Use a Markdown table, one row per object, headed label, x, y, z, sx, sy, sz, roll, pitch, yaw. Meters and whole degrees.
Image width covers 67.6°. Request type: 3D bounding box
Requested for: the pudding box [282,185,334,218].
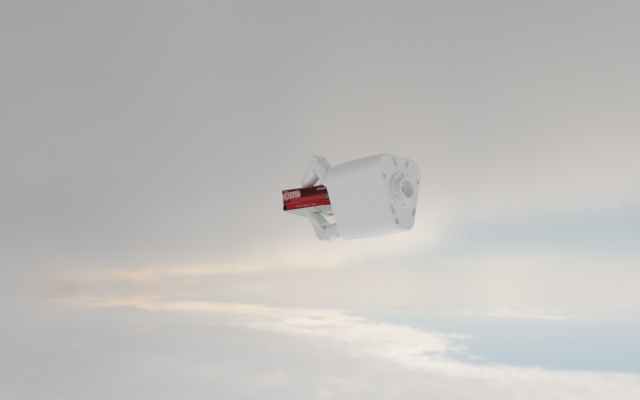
| label | x | y | z | sx | sy | sz | roll | pitch | yaw |
| --- | --- | --- | --- | --- | --- | --- | --- | --- | --- |
| pudding box | 0.000 | 0.003 | 0.792 | 0.090 | 0.039 | 0.113 | -6 | -13 | 21 |
